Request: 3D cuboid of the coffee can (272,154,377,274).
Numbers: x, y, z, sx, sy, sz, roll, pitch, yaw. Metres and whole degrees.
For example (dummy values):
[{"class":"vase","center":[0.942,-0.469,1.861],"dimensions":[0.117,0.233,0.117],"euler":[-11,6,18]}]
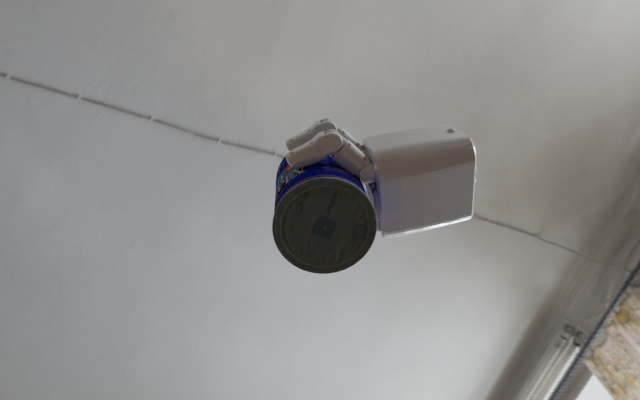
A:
[{"class":"coffee can","center":[0.000,0.002,0.527],"dimensions":[0.103,0.103,0.140],"euler":[0,21,-4]}]
